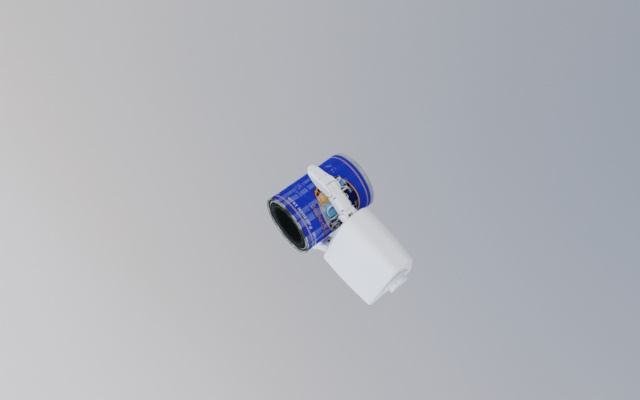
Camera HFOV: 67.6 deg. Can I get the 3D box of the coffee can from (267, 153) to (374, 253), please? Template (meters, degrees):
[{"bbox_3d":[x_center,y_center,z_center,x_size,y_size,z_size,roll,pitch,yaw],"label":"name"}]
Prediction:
[{"bbox_3d":[0.000,0.002,0.765,0.140,0.103,0.103,-35,14,-21],"label":"coffee can"}]
